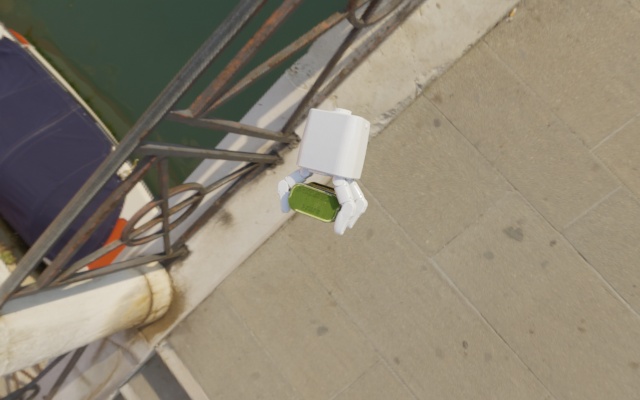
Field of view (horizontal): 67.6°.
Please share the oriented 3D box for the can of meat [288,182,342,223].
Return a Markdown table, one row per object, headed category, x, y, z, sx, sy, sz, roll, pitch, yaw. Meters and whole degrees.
| category | x | y | z | sx | sy | sz | roll | pitch | yaw |
| --- | --- | --- | --- | --- | --- | --- | --- | --- | --- |
| can of meat | 0.000 | 0.003 | 0.869 | 0.102 | 0.057 | 0.084 | 19 | 7 | 16 |
